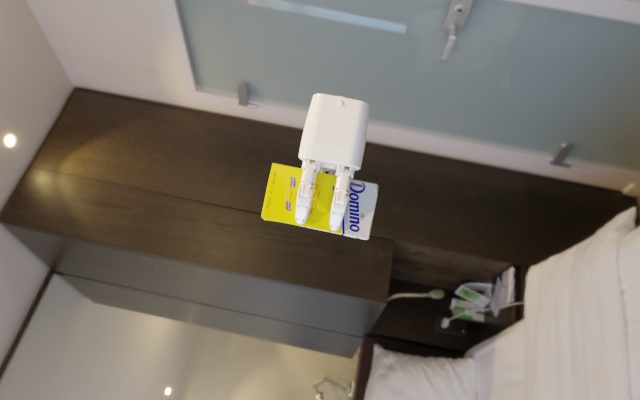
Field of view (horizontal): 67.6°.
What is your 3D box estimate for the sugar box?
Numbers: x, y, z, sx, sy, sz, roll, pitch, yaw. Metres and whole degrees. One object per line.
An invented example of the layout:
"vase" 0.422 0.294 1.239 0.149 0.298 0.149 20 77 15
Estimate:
"sugar box" 0.000 0.002 0.777 0.176 0.093 0.048 10 -5 2
